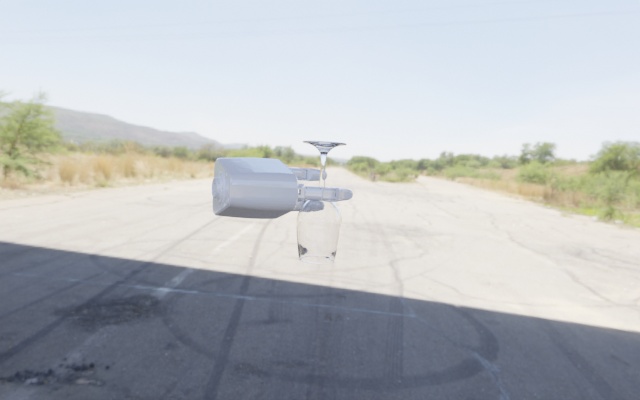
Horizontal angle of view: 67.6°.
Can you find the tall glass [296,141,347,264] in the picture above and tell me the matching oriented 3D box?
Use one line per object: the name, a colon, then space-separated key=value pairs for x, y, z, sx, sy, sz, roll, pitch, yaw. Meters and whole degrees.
tall glass: x=0.000 y=0.002 z=0.802 sx=0.079 sy=0.201 sz=0.079 roll=3 pitch=4 yaw=0
